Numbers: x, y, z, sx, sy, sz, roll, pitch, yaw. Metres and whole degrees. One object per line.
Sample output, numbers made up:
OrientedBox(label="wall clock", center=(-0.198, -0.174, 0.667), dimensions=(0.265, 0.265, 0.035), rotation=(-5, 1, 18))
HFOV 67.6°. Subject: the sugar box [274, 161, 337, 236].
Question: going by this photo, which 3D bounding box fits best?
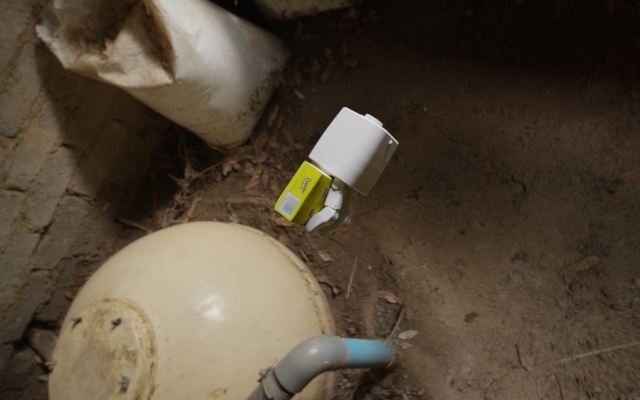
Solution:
OrientedBox(label="sugar box", center=(0.001, 0.003, 0.811), dimensions=(0.048, 0.093, 0.176), rotation=(37, 6, 29))
